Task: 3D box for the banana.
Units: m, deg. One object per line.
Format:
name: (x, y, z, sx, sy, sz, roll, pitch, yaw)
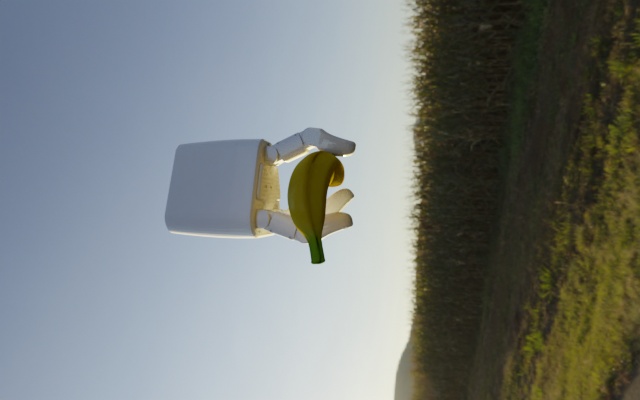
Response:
banana: (-0.003, -0.014, 0.476, 0.037, 0.070, 0.197, -3, 23, 11)
